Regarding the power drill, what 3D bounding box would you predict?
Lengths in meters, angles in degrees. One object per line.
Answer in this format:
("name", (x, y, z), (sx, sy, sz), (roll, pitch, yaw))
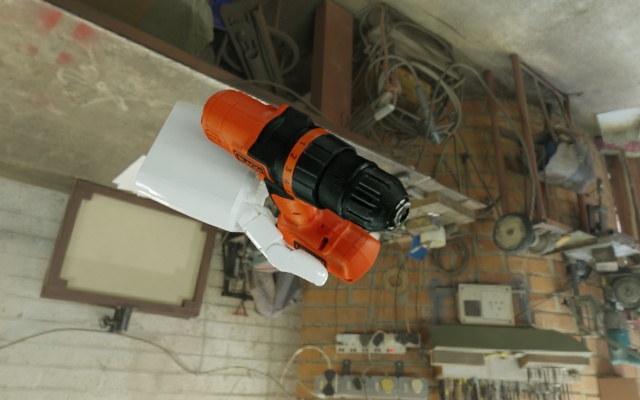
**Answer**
("power drill", (0.000, 0.001, 0.401), (0.184, 0.057, 0.188), (33, -18, 29))
